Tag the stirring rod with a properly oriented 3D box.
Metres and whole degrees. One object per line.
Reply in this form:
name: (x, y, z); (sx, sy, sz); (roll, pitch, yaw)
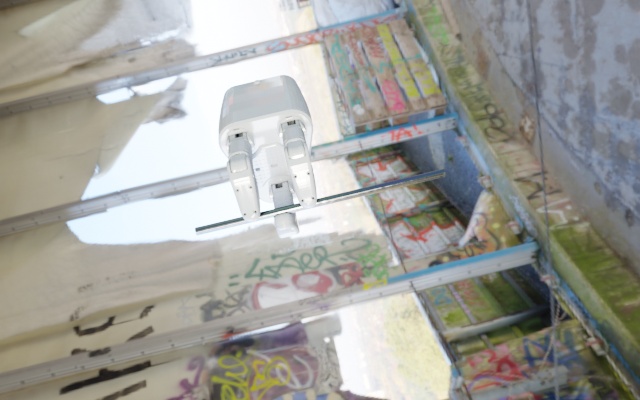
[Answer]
stirring rod: (0.000, 0.001, 0.451); (0.239, 0.011, 0.011); (-13, 0, -1)
